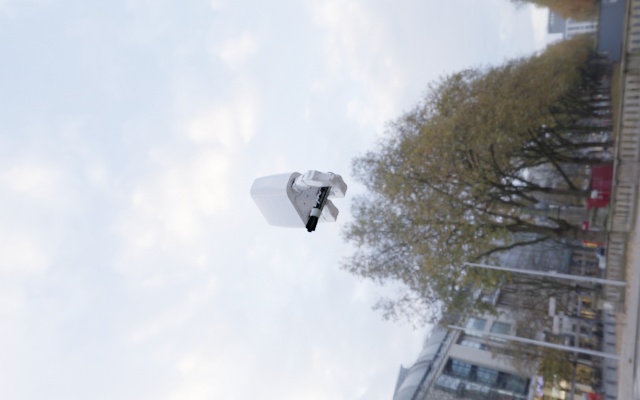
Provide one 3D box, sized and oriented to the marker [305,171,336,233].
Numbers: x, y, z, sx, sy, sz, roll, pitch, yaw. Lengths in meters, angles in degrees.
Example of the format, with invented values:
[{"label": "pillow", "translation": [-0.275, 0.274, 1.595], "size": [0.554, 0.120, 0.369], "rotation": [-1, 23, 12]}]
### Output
[{"label": "marker", "translation": [0.000, 0.003, 0.833], "size": [0.020, 0.121, 0.020], "rotation": [16, -28, 9]}]
